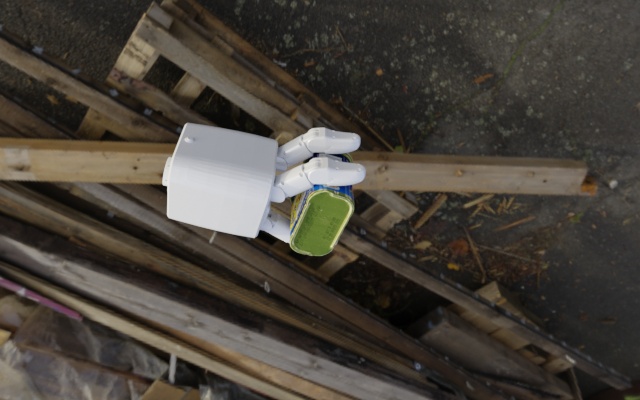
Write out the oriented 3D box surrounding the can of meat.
[{"bbox_3d":[0.000,0.002,0.551,0.057,0.102,0.083,15,38,-12],"label":"can of meat"}]
